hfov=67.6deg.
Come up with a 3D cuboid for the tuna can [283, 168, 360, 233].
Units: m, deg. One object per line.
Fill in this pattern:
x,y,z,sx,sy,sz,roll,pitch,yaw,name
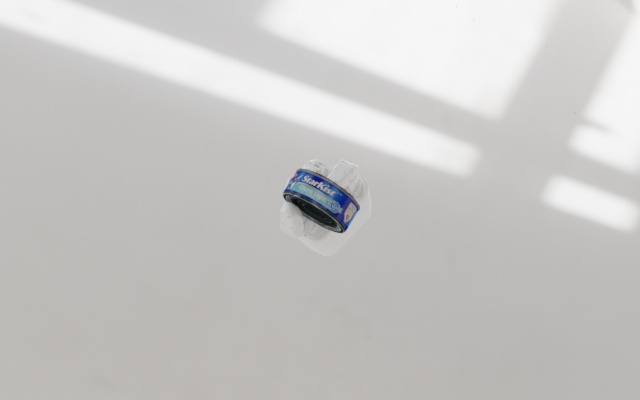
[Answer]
0.000,0.002,0.545,0.086,0.033,0.086,30,-14,8,tuna can
